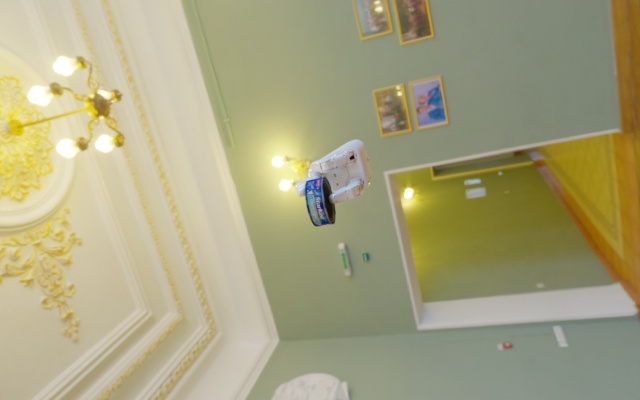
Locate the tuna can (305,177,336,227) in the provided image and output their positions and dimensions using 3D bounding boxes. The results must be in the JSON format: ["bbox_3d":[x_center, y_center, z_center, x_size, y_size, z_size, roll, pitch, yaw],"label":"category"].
[{"bbox_3d":[0.000,0.003,0.843,0.034,0.086,0.086,-11,-2,13],"label":"tuna can"}]
